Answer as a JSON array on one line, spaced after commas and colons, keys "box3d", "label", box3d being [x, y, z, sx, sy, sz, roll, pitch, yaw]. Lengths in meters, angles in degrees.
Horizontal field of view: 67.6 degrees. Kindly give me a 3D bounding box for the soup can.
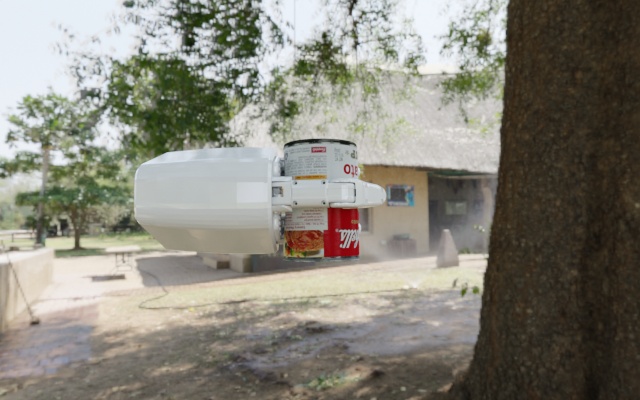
[{"box3d": [0.001, 0.001, 0.422, 0.068, 0.102, 0.068, -1, -4, 0], "label": "soup can"}]
